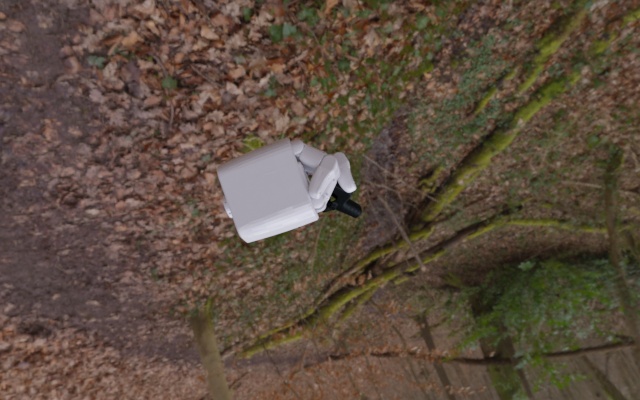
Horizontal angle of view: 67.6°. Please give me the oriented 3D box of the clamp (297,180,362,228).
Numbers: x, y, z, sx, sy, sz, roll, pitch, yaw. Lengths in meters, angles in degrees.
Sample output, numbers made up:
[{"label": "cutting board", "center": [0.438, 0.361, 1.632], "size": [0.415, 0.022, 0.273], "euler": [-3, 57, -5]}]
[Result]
[{"label": "clamp", "center": [0.000, 0.003, 0.748], "size": [0.120, 0.039, 0.171], "euler": [-18, -25, 2]}]
